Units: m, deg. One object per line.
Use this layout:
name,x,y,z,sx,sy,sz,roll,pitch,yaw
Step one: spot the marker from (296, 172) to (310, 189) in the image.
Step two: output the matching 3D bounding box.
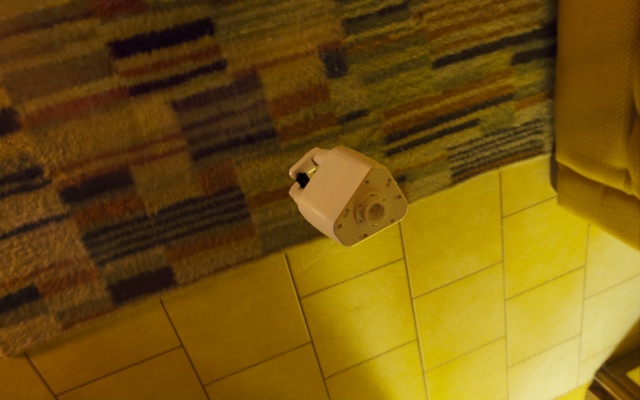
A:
marker,0.000,0.002,0.735,0.020,0.020,0.121,0,-43,46
